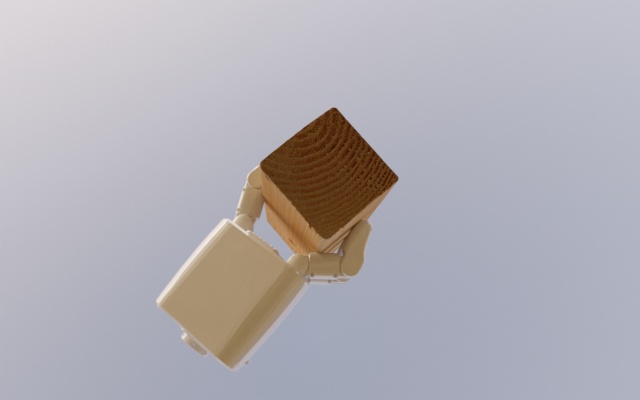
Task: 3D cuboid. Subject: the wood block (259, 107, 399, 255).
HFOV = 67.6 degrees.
[{"bbox_3d":[0.000,0.002,0.507,0.090,0.091,0.206,-39,-9,-14],"label":"wood block"}]
